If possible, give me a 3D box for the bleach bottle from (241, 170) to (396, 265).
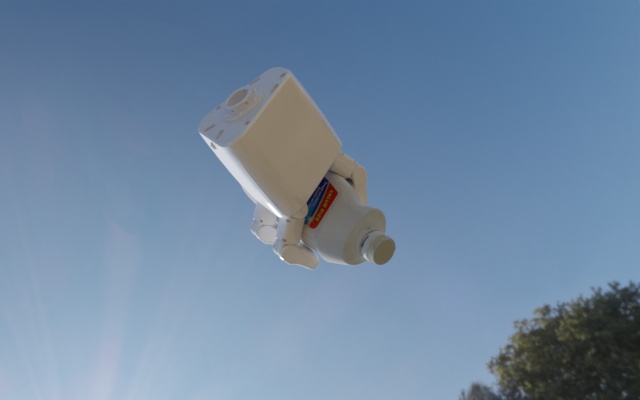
[{"bbox_3d":[0.000,0.002,0.561,0.250,0.102,0.068,32,-16,50],"label":"bleach bottle"}]
